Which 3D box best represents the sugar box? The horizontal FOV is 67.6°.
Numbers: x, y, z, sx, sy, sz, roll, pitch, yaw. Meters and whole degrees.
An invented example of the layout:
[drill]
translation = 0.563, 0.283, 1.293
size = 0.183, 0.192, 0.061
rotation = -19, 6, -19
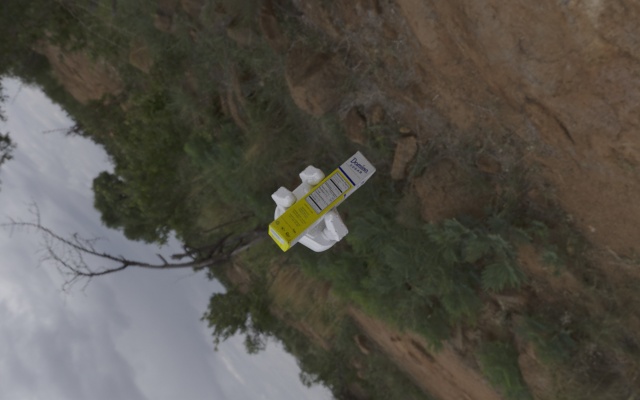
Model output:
[sugar box]
translation = 0.000, 0.002, 0.733
size = 0.176, 0.048, 0.093
rotation = -43, -4, -13
